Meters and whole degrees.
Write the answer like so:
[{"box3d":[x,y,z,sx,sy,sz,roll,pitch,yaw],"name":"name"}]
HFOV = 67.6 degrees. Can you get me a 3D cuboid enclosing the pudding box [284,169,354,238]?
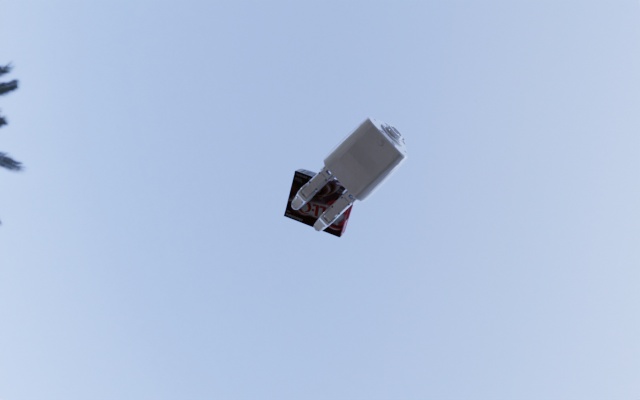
[{"box3d":[0.000,0.003,0.841,0.113,0.090,0.039,21,20,15],"name":"pudding box"}]
